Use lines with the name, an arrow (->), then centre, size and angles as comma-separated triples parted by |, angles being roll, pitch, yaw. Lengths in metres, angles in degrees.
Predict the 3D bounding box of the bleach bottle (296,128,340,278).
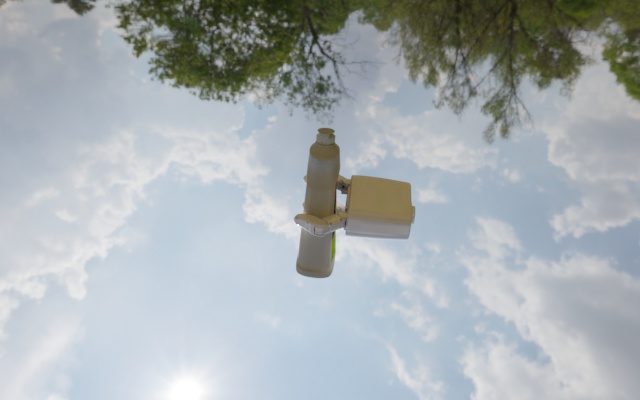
bleach bottle -> 0.000, 0.003, 0.814 | 0.068, 0.251, 0.102 | 7, 28, 5
